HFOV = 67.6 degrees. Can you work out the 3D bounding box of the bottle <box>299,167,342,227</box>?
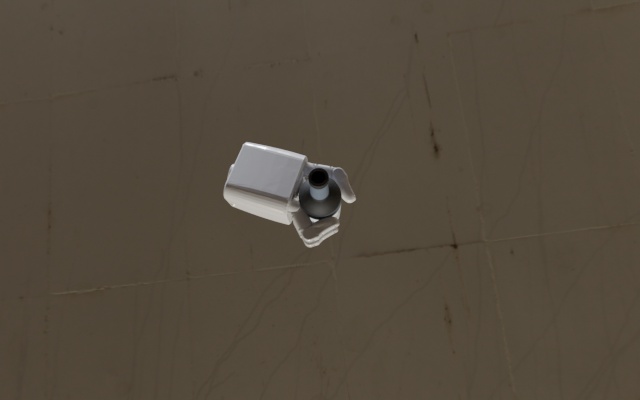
[{"bbox_3d":[0.000,0.003,0.771,0.069,0.069,0.296,0,-13,1],"label":"bottle"}]
